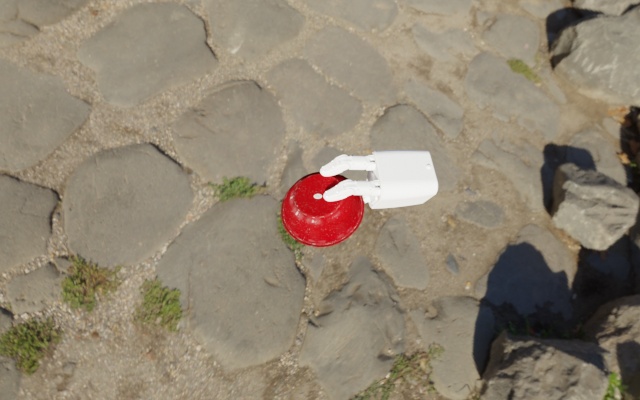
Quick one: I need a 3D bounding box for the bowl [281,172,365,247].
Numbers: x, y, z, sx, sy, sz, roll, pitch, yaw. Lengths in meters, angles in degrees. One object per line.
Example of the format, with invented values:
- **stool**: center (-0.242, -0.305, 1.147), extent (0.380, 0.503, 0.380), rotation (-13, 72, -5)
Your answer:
- **bowl**: center (-0.001, 0.003, 0.889), extent (0.162, 0.162, 0.055), rotation (0, -28, 9)
